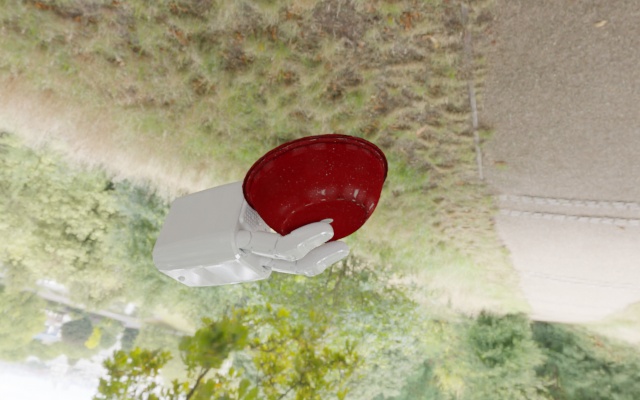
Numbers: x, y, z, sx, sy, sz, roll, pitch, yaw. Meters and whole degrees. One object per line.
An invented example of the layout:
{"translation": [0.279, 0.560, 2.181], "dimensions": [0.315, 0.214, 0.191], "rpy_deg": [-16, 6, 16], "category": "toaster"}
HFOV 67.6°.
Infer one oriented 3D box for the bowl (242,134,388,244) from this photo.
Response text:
{"translation": [0.001, 0.001, 0.509], "dimensions": [0.162, 0.055, 0.162], "rpy_deg": [-9, -32, -6], "category": "bowl"}
